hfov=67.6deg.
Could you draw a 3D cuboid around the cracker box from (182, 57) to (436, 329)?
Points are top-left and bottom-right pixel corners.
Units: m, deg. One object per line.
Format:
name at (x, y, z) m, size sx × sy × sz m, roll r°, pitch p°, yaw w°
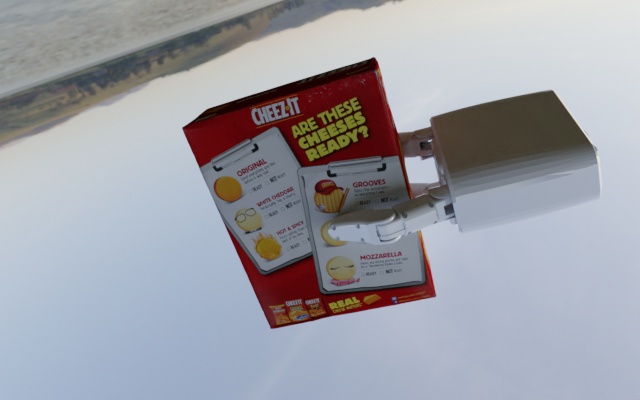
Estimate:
cracker box at (0.000, 0.002, 0.433) m, size 0.164 × 0.214 × 0.072 m, roll -14°, pitch 23°, yaw 12°
